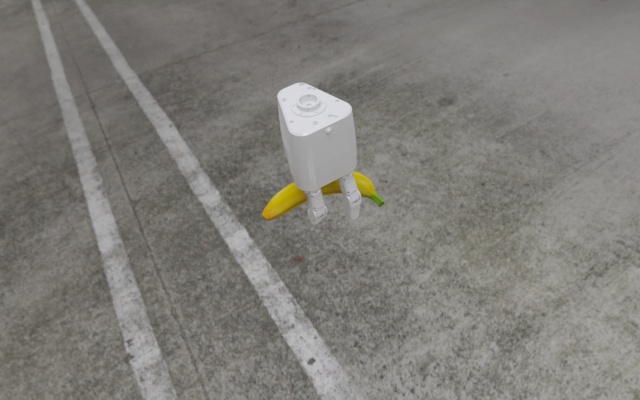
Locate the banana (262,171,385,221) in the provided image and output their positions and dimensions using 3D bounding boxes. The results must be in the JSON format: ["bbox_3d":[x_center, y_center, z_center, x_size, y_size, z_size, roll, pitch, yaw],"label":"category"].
[{"bbox_3d":[0.001,-0.013,0.775,0.198,0.069,0.037,-8,-33,-2],"label":"banana"}]
